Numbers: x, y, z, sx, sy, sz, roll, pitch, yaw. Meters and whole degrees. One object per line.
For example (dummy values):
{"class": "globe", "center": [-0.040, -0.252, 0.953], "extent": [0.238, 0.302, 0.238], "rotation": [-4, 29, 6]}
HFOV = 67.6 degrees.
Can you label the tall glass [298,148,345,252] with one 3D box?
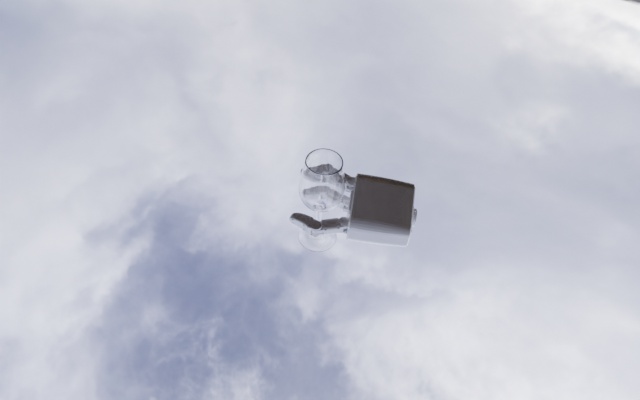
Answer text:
{"class": "tall glass", "center": [0.000, 0.003, 0.835], "extent": [0.079, 0.079, 0.201], "rotation": [0, -41, -4]}
